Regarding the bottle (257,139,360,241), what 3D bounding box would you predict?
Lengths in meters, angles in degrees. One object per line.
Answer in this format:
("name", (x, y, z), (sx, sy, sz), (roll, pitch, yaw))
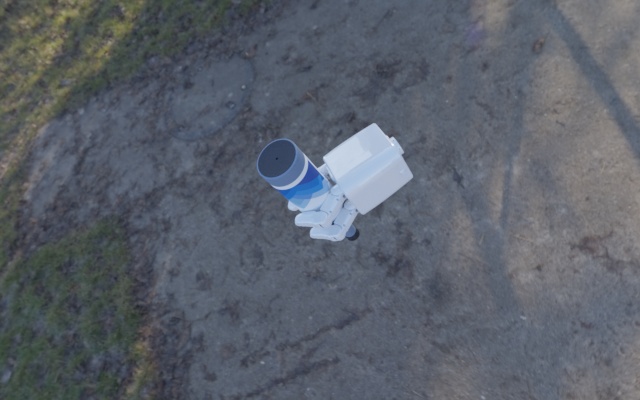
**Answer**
("bottle", (0.000, 0.003, 0.795), (0.069, 0.069, 0.296), (0, -25, 28))
